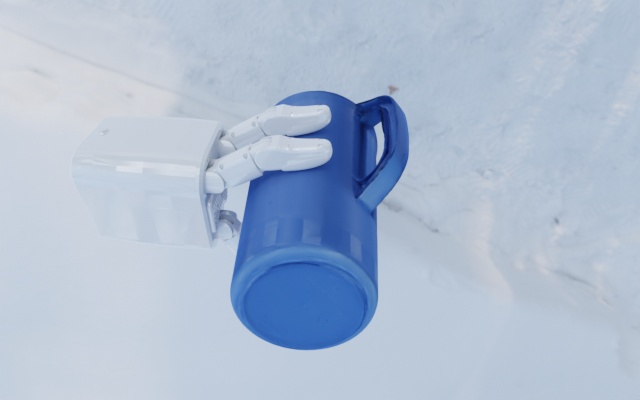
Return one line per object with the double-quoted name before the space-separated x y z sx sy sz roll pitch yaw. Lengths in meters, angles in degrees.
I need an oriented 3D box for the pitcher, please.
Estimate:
"pitcher" 0.000 0.001 0.431 0.145 0.149 0.242 6 36 -2
